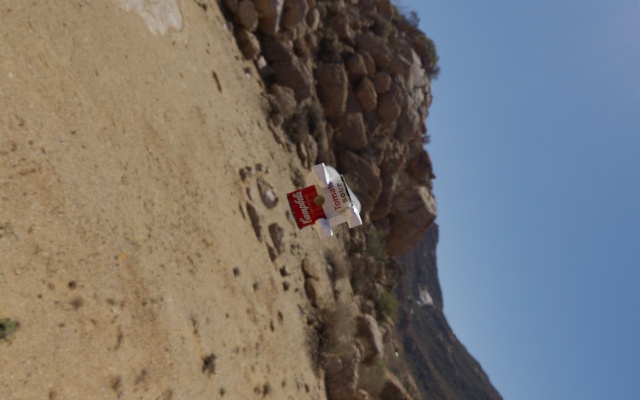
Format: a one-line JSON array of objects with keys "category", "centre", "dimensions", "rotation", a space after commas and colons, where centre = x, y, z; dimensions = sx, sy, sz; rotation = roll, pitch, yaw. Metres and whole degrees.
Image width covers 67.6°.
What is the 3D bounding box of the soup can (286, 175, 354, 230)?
[{"category": "soup can", "centre": [0.000, 0.003, 0.826], "dimensions": [0.102, 0.068, 0.068], "rotation": [-20, -1, 2]}]
